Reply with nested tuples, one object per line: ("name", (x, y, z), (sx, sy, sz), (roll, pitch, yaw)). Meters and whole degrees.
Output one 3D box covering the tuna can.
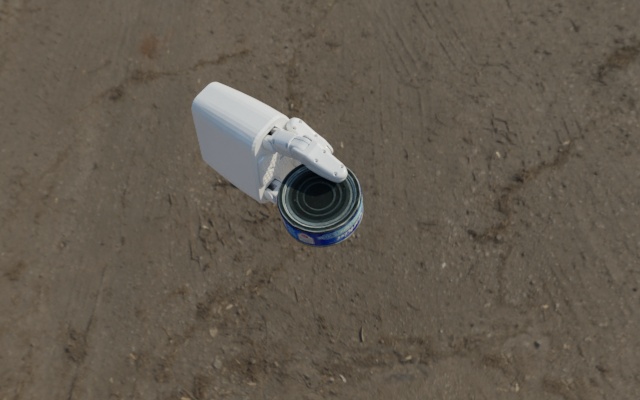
("tuna can", (0.000, 0.001, 0.481), (0.086, 0.086, 0.034), (0, -29, 7))
